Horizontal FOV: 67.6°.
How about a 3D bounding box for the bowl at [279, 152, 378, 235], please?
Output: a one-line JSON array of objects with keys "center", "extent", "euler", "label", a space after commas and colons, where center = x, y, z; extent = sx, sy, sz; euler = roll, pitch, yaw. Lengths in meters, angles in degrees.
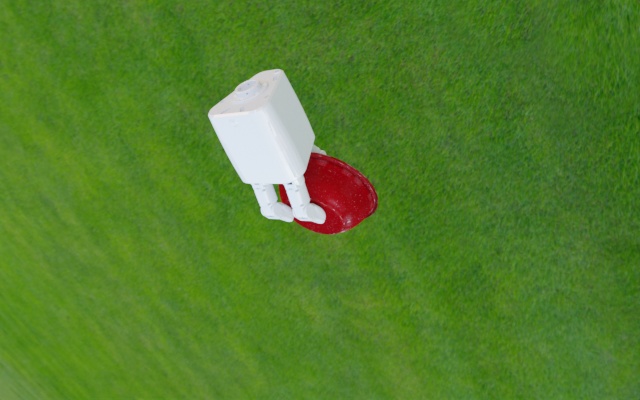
[{"center": [0.001, 0.003, 0.703], "extent": [0.162, 0.055, 0.162], "euler": [17, -31, 11], "label": "bowl"}]
